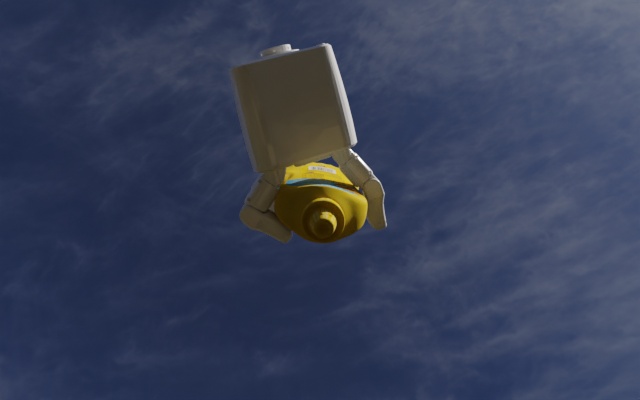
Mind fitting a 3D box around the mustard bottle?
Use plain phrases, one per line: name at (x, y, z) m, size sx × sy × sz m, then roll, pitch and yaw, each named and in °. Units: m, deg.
mustard bottle at (0.000, 0.002, 0.511) m, size 0.096 × 0.058 × 0.191 m, roll 10°, pitch 13°, yaw -4°
